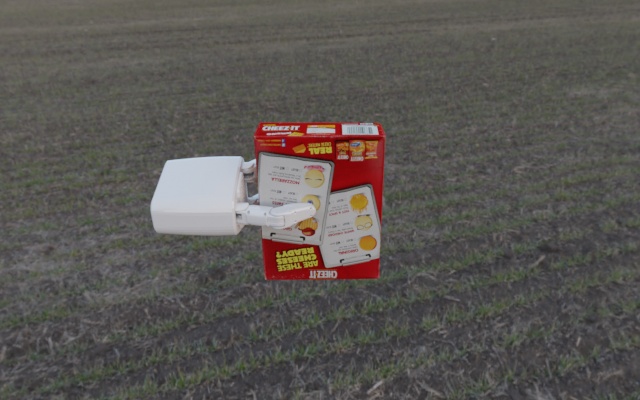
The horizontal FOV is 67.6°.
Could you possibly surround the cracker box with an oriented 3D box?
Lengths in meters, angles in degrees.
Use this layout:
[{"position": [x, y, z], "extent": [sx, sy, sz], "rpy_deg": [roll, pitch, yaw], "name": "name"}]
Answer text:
[{"position": [0.000, 0.002, 0.654], "extent": [0.164, 0.214, 0.072], "rpy_deg": [-1, 27, 1], "name": "cracker box"}]
